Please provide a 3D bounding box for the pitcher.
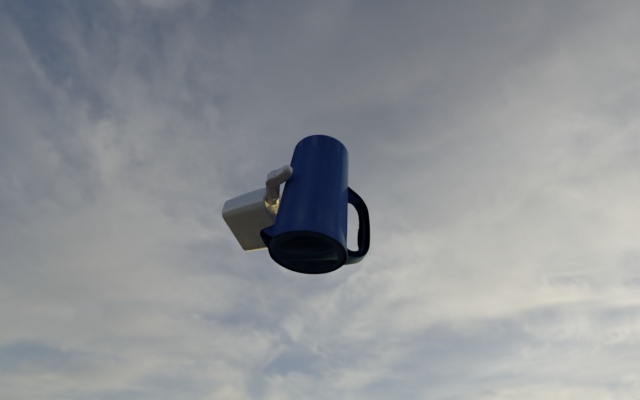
[{"bbox_3d":[0.000,0.003,0.857,0.145,0.242,0.149,-15,-44,27],"label":"pitcher"}]
